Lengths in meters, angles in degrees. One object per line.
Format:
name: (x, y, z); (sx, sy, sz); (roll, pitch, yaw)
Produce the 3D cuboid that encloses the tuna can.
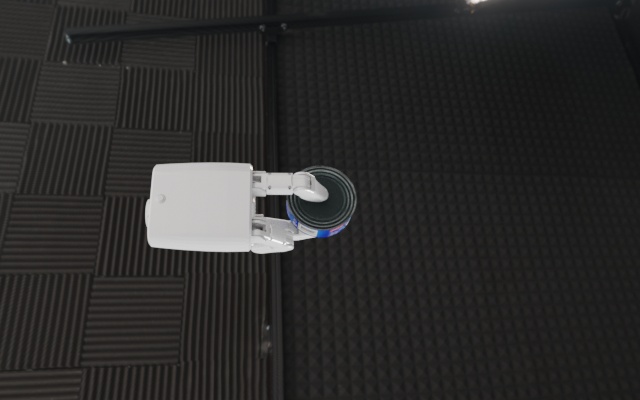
tuna can: (0.000, 0.002, 0.595); (0.086, 0.086, 0.034); (0, -23, -6)
